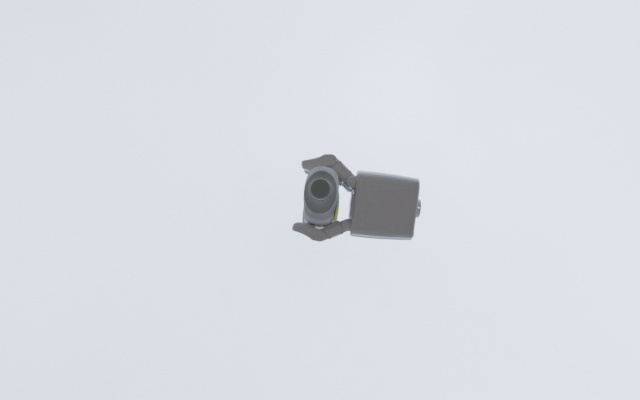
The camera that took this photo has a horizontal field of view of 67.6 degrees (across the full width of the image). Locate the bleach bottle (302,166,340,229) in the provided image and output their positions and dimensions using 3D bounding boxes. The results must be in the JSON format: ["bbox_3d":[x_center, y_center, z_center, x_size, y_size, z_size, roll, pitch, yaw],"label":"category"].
[{"bbox_3d":[0.000,0.003,0.806,0.068,0.102,0.251,7,-5,1],"label":"bleach bottle"}]
